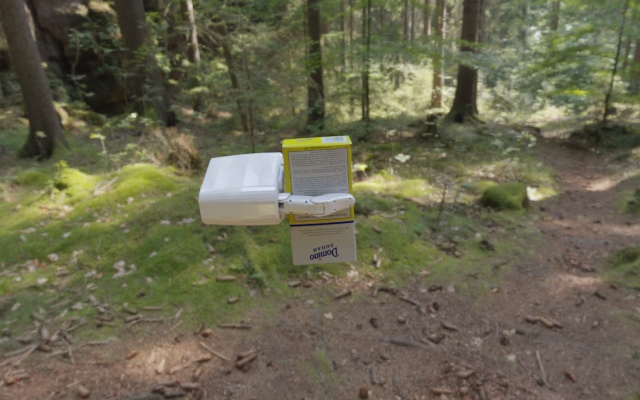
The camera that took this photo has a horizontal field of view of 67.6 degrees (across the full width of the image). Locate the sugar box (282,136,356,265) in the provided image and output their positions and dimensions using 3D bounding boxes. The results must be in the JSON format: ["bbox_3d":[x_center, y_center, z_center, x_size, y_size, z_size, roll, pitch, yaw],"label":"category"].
[{"bbox_3d":[0.000,0.002,0.669,0.093,0.176,0.048,-3,23,0],"label":"sugar box"}]
